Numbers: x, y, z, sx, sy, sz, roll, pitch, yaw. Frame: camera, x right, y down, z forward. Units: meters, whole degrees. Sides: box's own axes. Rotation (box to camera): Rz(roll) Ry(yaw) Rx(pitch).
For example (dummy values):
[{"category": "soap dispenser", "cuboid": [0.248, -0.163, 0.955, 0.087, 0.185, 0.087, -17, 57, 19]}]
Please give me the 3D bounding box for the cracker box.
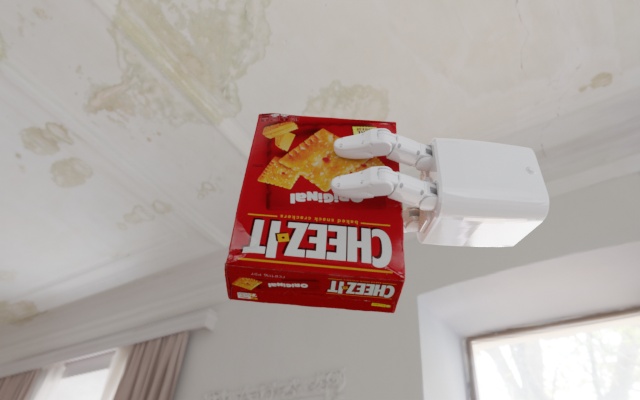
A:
[{"category": "cracker box", "cuboid": [0.000, 0.002, 0.505, 0.164, 0.213, 0.072, 4, -41, 0]}]
